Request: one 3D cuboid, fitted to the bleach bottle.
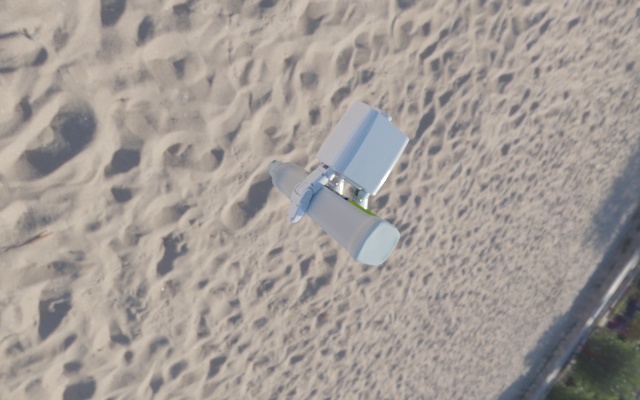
[{"bbox_3d":[0.000,0.003,0.739,0.250,0.068,0.102,36,6,33],"label":"bleach bottle"}]
